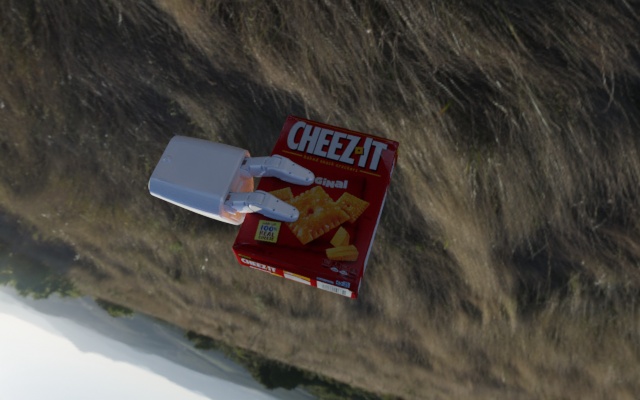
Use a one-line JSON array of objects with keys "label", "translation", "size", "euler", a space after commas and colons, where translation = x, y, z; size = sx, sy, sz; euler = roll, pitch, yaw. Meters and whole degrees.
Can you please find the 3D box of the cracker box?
[{"label": "cracker box", "translation": [0.000, 0.002, 0.638], "size": [0.164, 0.213, 0.072], "euler": [16, -25, 9]}]
